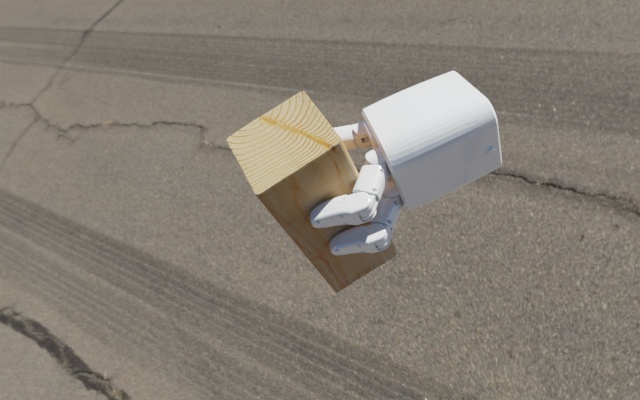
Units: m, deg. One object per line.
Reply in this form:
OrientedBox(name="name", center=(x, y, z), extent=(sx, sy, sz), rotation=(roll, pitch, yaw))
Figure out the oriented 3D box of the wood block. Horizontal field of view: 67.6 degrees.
OrientedBox(name="wood block", center=(0.000, 0.001, 0.507), extent=(0.090, 0.090, 0.206), rotation=(-33, -41, 0))
